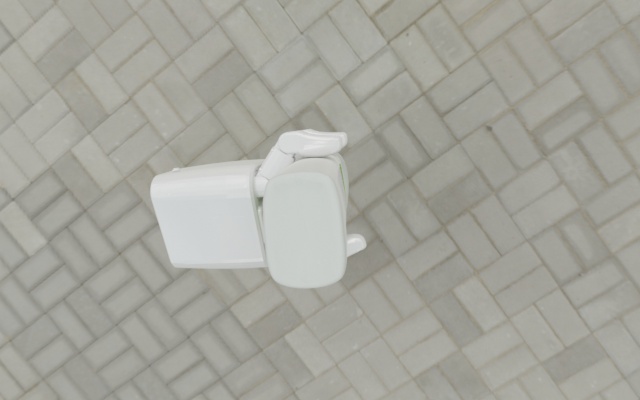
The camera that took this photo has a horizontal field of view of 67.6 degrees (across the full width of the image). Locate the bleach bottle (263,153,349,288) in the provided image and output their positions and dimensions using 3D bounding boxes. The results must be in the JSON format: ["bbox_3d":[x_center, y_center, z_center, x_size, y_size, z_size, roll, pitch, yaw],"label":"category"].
[{"bbox_3d":[0.000,0.002,0.506,0.068,0.102,0.251,-3,10,7],"label":"bleach bottle"}]
